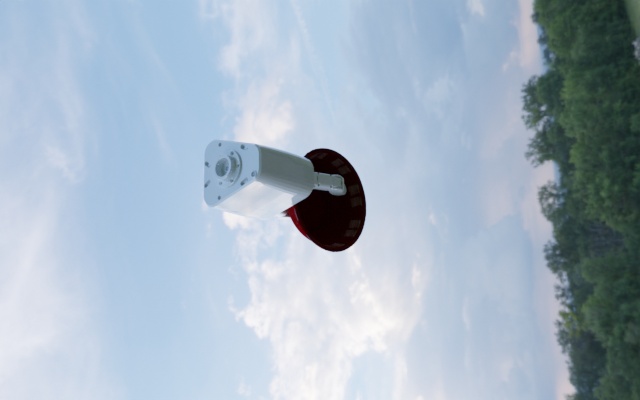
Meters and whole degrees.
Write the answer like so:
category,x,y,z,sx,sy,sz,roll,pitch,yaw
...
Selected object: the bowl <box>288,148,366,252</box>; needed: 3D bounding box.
category,x,y,z,sx,sy,sz,roll,pitch,yaw
bowl,0.001,0.003,0.748,0.162,0.162,0.055,0,-10,-45
